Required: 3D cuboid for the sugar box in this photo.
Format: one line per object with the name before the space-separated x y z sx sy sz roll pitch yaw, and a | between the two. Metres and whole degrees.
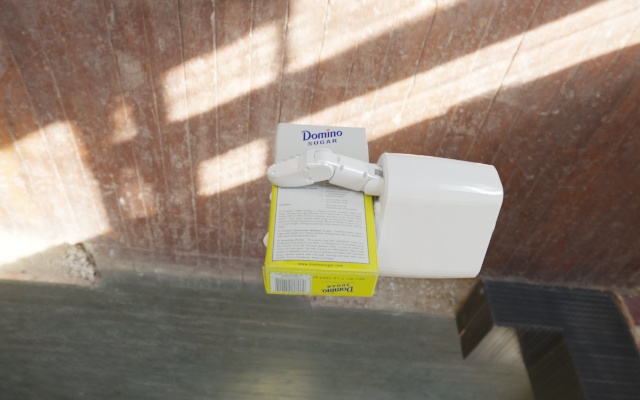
sugar box | 0.000 0.002 0.444 0.093 0.176 0.048 3 -43 -2
